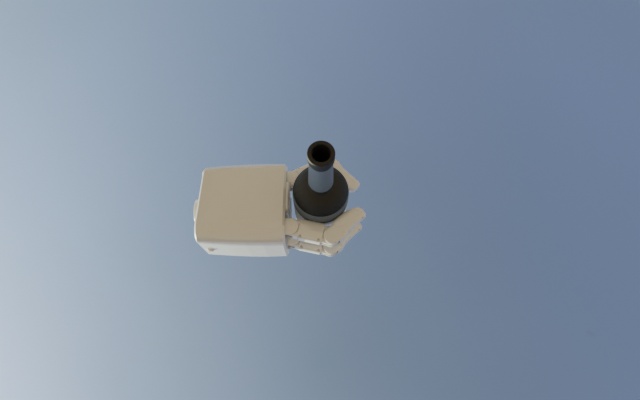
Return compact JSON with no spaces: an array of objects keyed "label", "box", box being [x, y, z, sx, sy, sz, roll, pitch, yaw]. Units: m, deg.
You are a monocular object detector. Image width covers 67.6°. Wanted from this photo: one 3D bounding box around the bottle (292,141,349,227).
[{"label":"bottle","box":[0.000,0.002,0.595,0.069,0.069,0.296,0,-19,0]}]
